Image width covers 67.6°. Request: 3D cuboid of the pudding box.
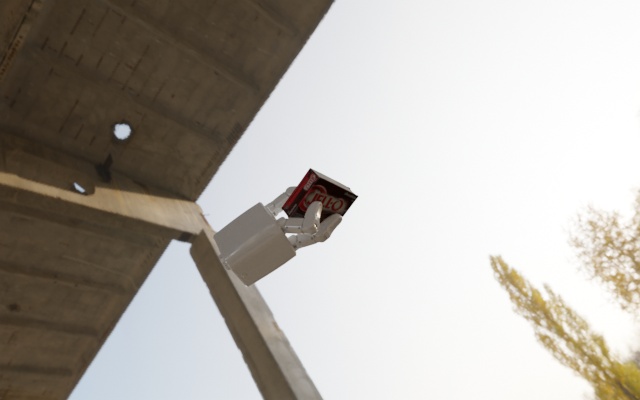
[{"bbox_3d":[0.000,0.003,0.839,0.113,0.090,0.039,22,20,-47],"label":"pudding box"}]
